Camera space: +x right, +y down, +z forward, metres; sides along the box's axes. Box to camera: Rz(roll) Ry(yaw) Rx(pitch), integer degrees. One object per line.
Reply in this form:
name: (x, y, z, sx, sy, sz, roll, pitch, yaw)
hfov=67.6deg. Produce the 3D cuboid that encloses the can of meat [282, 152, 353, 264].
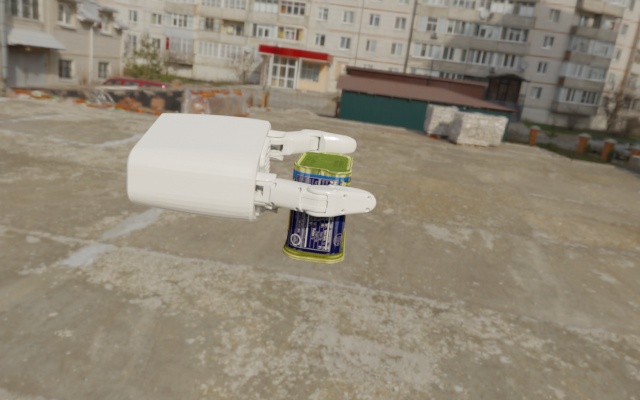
can of meat: (0.000, 0.001, 0.458, 0.057, 0.084, 0.102, 7, 15, 3)
